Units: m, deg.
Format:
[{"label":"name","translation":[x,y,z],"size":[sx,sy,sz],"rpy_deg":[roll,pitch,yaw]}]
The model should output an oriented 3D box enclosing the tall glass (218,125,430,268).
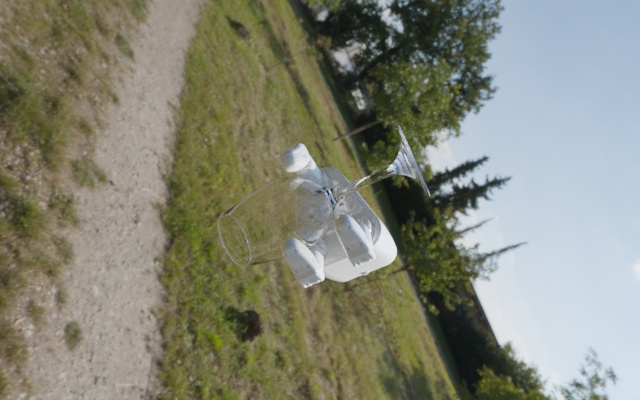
[{"label":"tall glass","translation":[0.001,0.001,0.473],"size":[0.201,0.079,0.079],"rpy_deg":[-24,-5,12]}]
